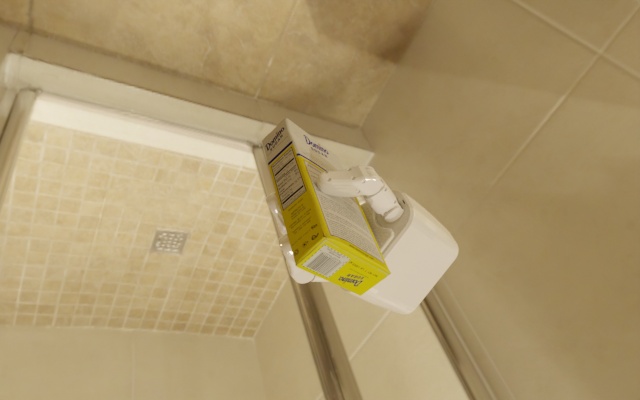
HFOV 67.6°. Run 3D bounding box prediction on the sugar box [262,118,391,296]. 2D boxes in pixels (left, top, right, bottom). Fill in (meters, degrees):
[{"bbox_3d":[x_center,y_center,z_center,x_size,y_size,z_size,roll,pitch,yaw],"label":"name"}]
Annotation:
[{"bbox_3d":[0.000,0.002,0.476,0.048,0.176,0.093,-42,-49,18],"label":"sugar box"}]
